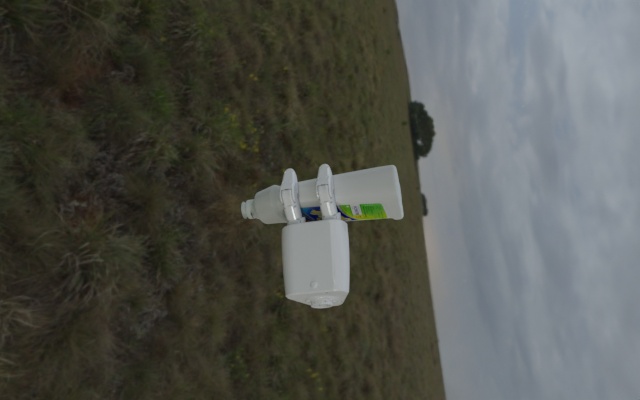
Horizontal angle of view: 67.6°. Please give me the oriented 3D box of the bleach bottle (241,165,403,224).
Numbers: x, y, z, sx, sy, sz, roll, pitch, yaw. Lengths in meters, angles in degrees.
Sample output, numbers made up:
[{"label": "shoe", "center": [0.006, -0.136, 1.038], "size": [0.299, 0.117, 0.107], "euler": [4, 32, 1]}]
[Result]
[{"label": "bleach bottle", "center": [0.000, 0.002, 0.758], "size": [0.251, 0.068, 0.103], "euler": [-8, -25, 11]}]
